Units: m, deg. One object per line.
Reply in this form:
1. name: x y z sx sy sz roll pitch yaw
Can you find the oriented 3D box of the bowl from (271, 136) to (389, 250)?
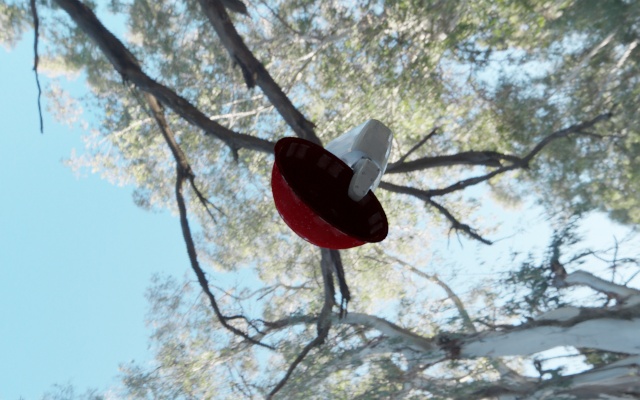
1. bowl: -0.001 0.002 0.543 0.055 0.162 0.162 -48 -25 25
